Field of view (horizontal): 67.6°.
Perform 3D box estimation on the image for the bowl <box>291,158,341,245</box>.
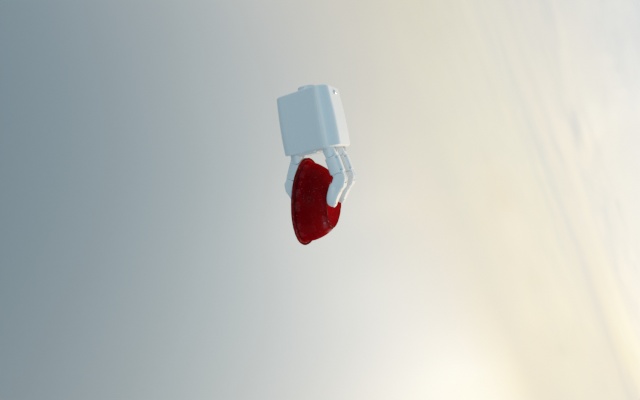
[{"bbox_3d":[0.001,0.004,0.869,0.055,0.162,0.162,3,1,18],"label":"bowl"}]
